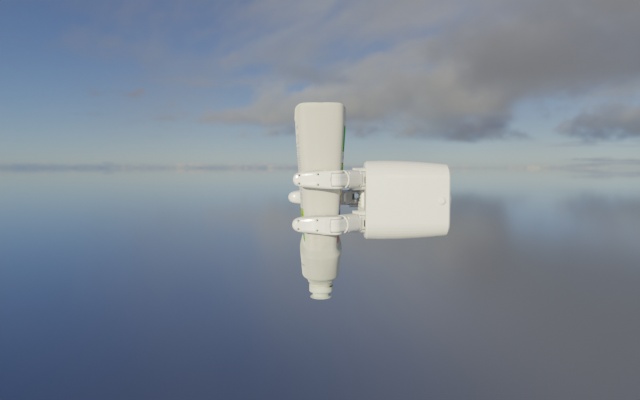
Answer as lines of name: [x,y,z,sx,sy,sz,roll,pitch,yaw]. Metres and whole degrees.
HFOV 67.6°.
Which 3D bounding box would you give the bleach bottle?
bleach bottle: [0.000,0.002,0.634,0.068,0.251,0.102,0,4,-1]
